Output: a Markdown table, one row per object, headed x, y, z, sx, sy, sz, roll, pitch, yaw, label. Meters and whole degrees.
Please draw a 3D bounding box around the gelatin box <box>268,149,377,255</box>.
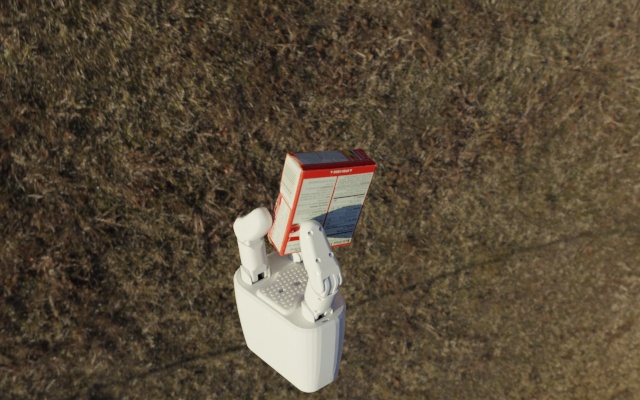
| x | y | z | sx | sy | sz | roll | pitch | yaw | label |
| --- | --- | --- | --- | --- | --- | --- | --- | --- | --- |
| 0.000 | 0.001 | 0.405 | 0.073 | 0.089 | 0.030 | -7 | 39 | -31 | gelatin box |
